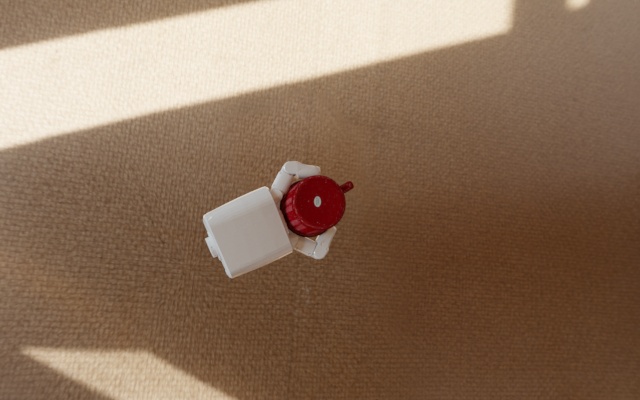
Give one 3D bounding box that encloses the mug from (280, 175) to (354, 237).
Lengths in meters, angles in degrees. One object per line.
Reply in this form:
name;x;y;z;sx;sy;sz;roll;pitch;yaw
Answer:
mug;0.001;0.002;0.727;0.117;0.093;0.081;-26;-1;-15
